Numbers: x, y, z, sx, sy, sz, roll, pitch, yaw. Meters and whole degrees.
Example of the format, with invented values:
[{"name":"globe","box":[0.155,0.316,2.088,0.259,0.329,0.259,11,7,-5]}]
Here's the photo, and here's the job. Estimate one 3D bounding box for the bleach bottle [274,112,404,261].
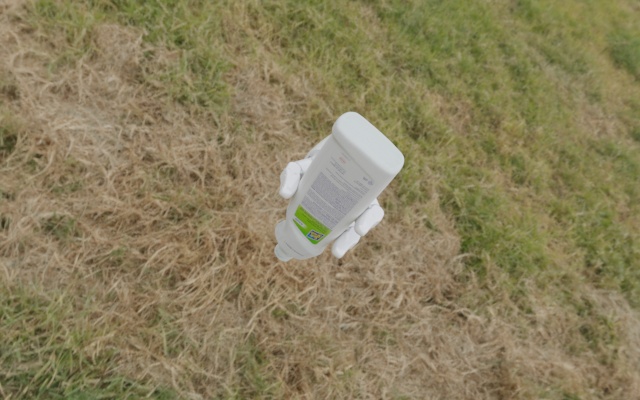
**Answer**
[{"name":"bleach bottle","box":[0.000,0.002,0.657,0.251,0.102,0.068,-49,-1,38]}]
